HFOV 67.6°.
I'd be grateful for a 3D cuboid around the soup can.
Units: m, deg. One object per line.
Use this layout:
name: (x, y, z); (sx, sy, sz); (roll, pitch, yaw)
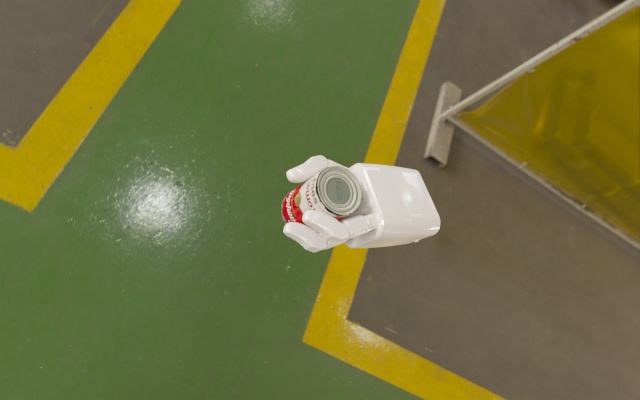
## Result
soup can: (0.000, 0.002, 0.630); (0.068, 0.068, 0.102); (0, -17, -30)
